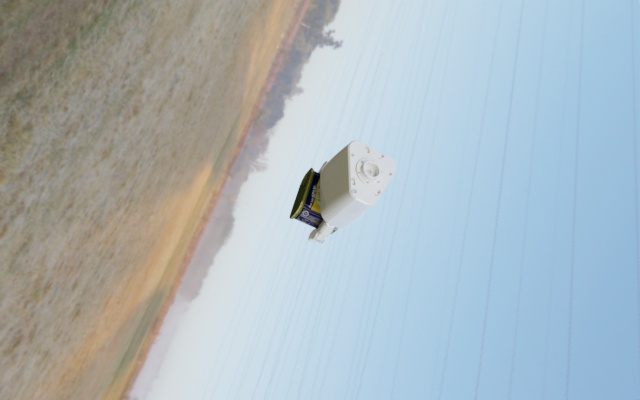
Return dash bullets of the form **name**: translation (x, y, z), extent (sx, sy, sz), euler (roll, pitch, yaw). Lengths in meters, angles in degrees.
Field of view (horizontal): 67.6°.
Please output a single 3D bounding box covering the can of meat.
- **can of meat**: translation (0.000, 0.003, 0.882), extent (0.084, 0.102, 0.057), euler (25, -33, -13)
